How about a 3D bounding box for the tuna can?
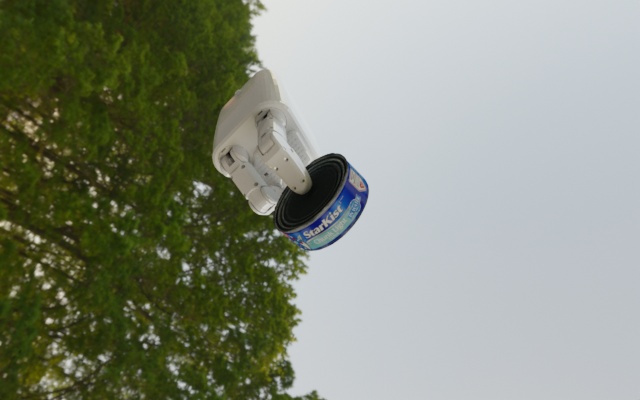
[{"bbox_3d":[0.000,0.002,0.420,0.034,0.086,0.086,43,-23,-28],"label":"tuna can"}]
